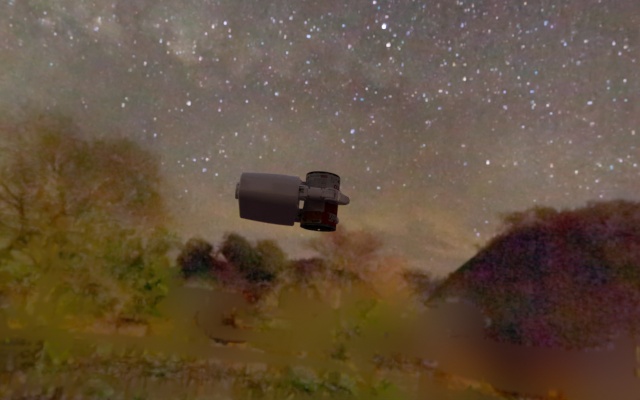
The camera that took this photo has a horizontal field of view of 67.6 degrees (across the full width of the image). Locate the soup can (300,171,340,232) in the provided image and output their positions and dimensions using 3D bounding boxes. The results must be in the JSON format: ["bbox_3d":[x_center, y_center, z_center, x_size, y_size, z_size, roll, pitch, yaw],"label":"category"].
[{"bbox_3d":[0.001,0.003,0.897,0.068,0.102,0.068,6,-13,1],"label":"soup can"}]
